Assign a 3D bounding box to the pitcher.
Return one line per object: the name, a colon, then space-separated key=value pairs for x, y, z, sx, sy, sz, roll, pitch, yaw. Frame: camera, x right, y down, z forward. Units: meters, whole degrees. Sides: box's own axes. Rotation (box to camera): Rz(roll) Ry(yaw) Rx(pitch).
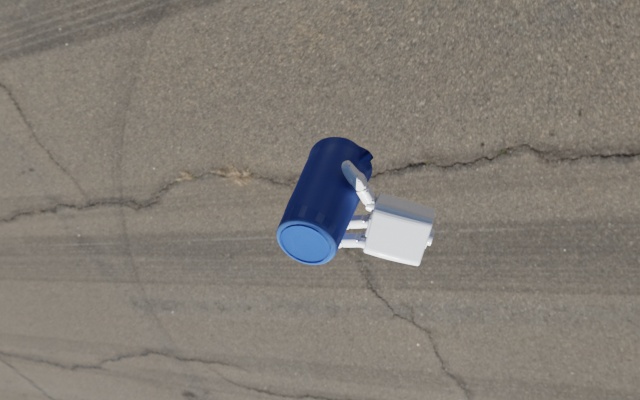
pitcher: x=0.000 y=0.003 z=0.890 sx=0.145 sy=0.149 sz=0.242 roll=17 pitch=43 yaw=7
